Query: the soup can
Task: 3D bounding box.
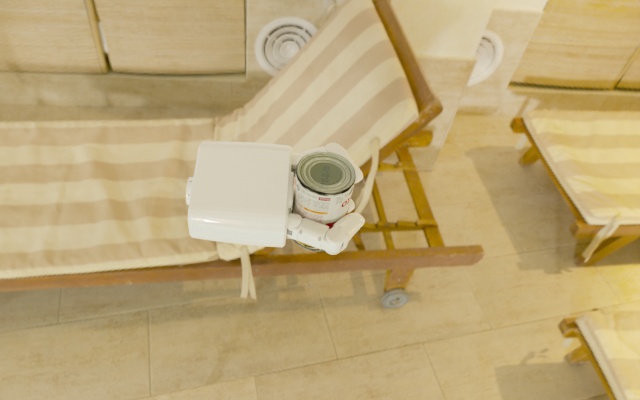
[{"bbox_3d":[0.001,0.002,0.553,0.068,0.068,0.102,0,-42,-9],"label":"soup can"}]
